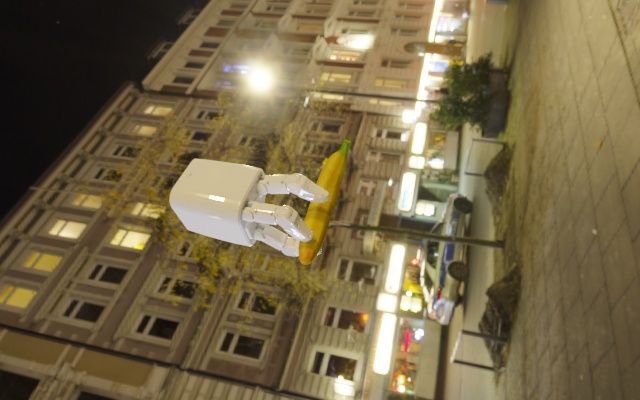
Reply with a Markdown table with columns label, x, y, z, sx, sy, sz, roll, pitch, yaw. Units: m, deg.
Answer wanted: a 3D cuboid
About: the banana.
| label | x | y | z | sx | sy | sz | roll | pitch | yaw |
| --- | --- | --- | --- | --- | --- | --- | --- | --- | --- |
| banana | 0.002 | 0.006 | 0.705 | 0.037 | 0.197 | 0.070 | 15 | -19 | 7 |
